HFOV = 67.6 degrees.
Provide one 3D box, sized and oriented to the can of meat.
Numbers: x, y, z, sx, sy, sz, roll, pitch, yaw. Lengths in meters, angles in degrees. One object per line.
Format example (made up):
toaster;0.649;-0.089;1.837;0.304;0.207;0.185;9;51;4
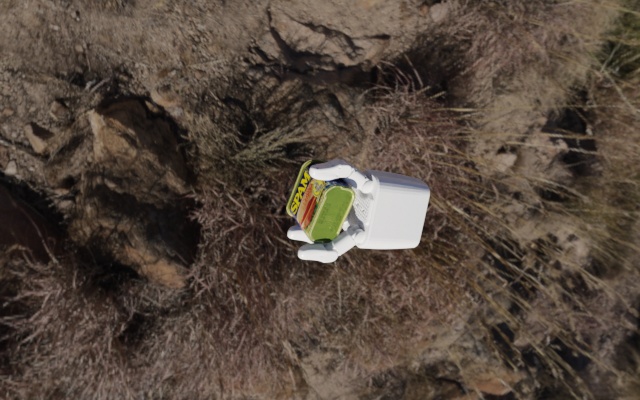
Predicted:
can of meat;0.000;0.002;0.711;0.057;0.102;0.084;9;25;-32
